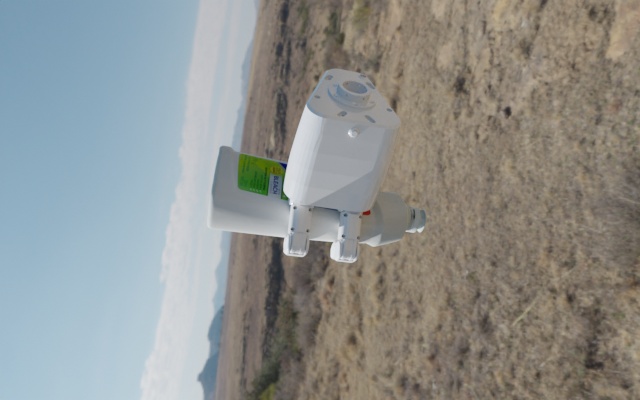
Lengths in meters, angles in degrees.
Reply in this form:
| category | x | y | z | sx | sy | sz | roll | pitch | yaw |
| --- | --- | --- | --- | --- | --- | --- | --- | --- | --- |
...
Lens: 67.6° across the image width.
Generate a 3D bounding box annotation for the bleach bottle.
| category | x | y | z | sx | sy | sz | roll | pitch | yaw |
| --- | --- | --- | --- | --- | --- | --- | --- | --- | --- |
| bleach bottle | 0.000 | 0.002 | 0.562 | 0.251 | 0.068 | 0.102 | 8 | 41 | -11 |
